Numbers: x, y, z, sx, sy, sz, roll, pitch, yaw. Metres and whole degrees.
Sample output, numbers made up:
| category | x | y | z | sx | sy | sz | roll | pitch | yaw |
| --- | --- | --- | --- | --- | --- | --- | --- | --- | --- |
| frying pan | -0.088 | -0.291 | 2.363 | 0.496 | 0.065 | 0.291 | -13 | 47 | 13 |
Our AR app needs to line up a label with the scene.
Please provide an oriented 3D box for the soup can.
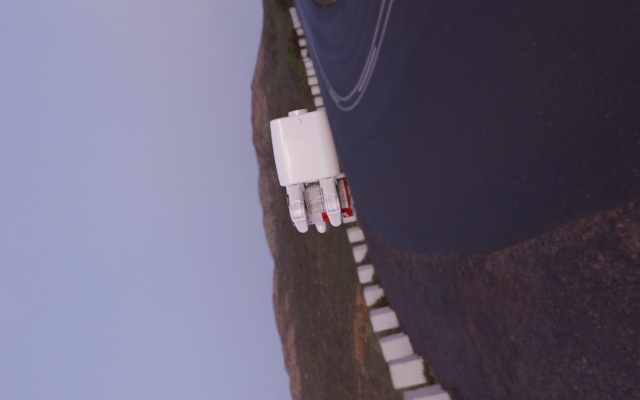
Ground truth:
| category | x | y | z | sx | sy | sz | roll | pitch | yaw |
| --- | --- | --- | --- | --- | --- | --- | --- | --- | --- |
| soup can | 0.000 | 0.003 | 0.795 | 0.102 | 0.068 | 0.068 | -11 | -1 | 3 |
